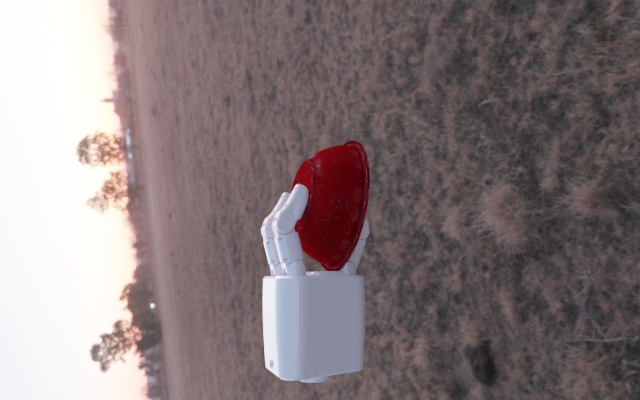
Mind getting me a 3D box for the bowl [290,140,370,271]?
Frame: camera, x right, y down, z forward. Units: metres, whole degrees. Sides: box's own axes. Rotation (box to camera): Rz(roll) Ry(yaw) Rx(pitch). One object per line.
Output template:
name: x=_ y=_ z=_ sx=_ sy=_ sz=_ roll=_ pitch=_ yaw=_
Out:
bowl: x=0.000 y=0.001 z=0.571 sx=0.055 sy=0.162 sz=0.162 roll=11 pitch=-3 yaw=-18
